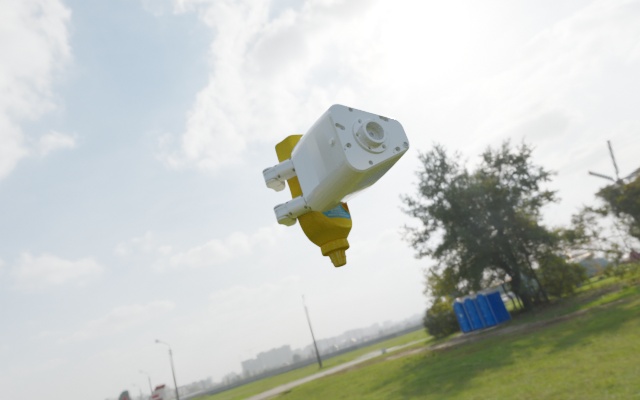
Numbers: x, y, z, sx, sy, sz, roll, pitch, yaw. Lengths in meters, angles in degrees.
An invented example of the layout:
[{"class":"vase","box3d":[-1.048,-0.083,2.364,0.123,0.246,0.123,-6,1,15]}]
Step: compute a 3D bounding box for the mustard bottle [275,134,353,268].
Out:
[{"class":"mustard bottle","box3d":[0.000,0.002,0.678,0.058,0.191,0.096,-29,-21,30]}]
